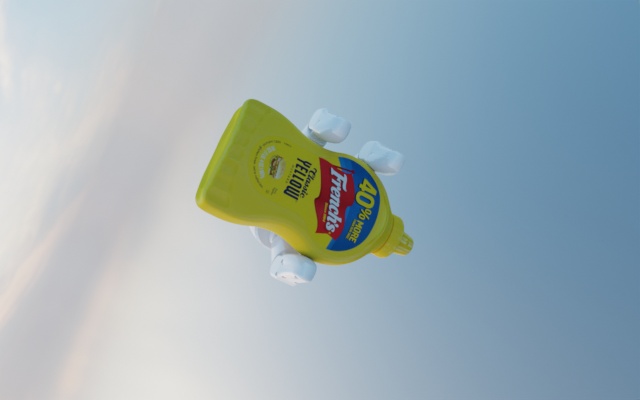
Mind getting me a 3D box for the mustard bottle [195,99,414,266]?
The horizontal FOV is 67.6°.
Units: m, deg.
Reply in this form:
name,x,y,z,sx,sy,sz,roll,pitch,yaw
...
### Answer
name,x,y,z,sx,sy,sz,roll,pitch,yaw
mustard bottle,0.000,0.001,0.405,0.192,0.096,0.058,28,-20,-20
